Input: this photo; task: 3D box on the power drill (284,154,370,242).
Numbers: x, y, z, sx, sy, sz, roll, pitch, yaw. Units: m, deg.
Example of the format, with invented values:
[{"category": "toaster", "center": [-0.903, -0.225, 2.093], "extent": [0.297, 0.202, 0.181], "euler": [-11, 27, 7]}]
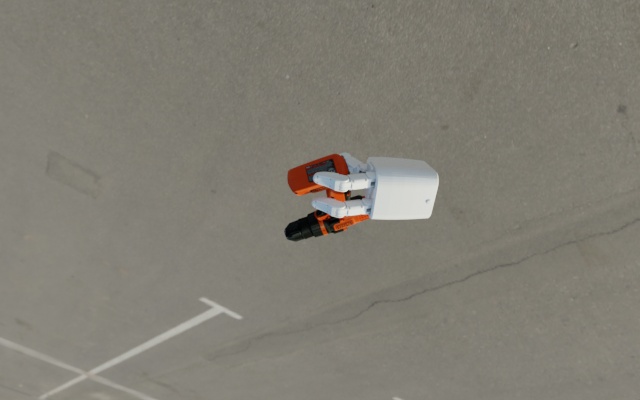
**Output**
[{"category": "power drill", "center": [0.000, 0.003, 0.889], "extent": [0.184, 0.057, 0.188], "euler": [-20, -33, 3]}]
